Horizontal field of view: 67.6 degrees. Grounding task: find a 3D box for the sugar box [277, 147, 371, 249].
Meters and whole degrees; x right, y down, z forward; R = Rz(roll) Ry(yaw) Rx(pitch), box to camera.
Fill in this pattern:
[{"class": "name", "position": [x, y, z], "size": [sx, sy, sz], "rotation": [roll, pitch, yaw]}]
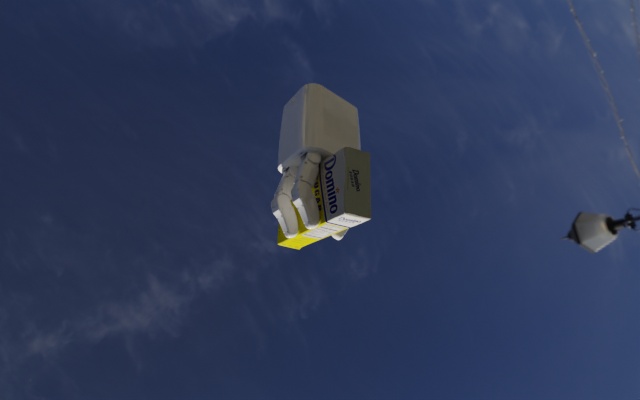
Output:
[{"class": "sugar box", "position": [0.000, 0.002, 0.653], "size": [0.048, 0.093, 0.176], "rotation": [12, -24, -27]}]
